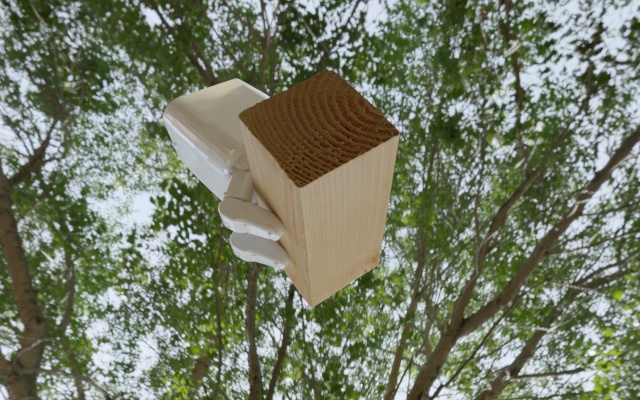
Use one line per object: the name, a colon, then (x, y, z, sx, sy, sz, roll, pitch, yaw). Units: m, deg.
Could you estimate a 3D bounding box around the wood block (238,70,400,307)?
wood block: (0.000, 0.001, 0.435, 0.091, 0.090, 0.206, -31, -30, -18)
